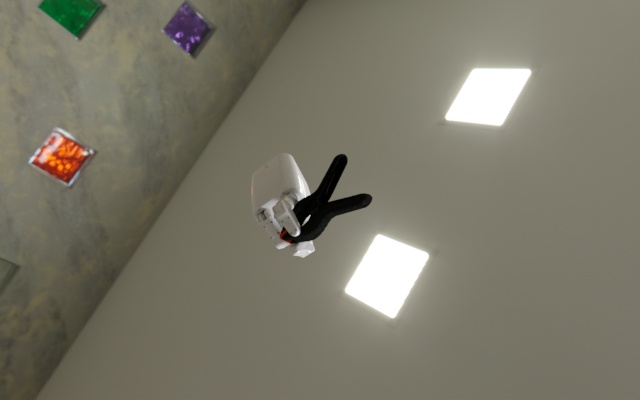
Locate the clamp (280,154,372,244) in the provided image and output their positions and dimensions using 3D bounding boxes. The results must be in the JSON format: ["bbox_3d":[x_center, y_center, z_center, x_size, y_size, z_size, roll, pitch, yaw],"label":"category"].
[{"bbox_3d":[0.000,0.003,0.778,0.171,0.120,0.039,-34,-50,20],"label":"clamp"}]
